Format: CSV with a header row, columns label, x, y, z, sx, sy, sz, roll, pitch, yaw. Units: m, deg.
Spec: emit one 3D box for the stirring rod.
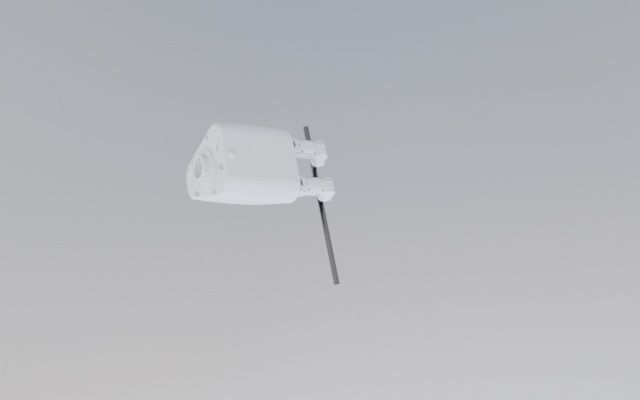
label,x,y,z,sx,sy,sz,roll,pitch,yaw
stirring rod,0.000,0.002,0.694,0.011,0.239,0.011,-10,-16,-3
